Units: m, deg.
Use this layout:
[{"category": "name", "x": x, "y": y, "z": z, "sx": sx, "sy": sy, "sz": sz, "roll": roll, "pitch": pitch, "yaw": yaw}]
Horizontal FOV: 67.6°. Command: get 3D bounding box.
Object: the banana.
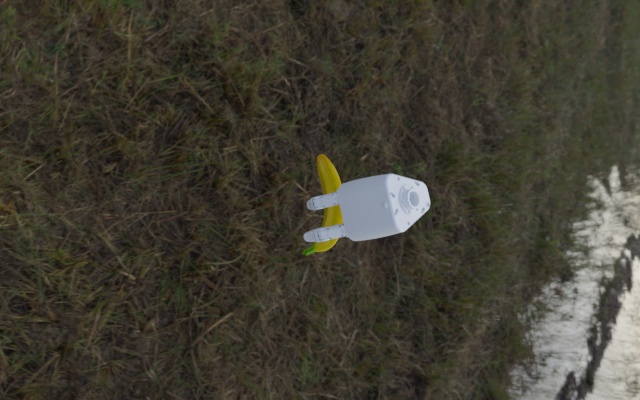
[{"category": "banana", "x": 0.014, "y": 0.011, "z": 0.895, "sx": 0.069, "sy": 0.197, "sz": 0.037, "roll": 19, "pitch": -20, "yaw": -34}]
